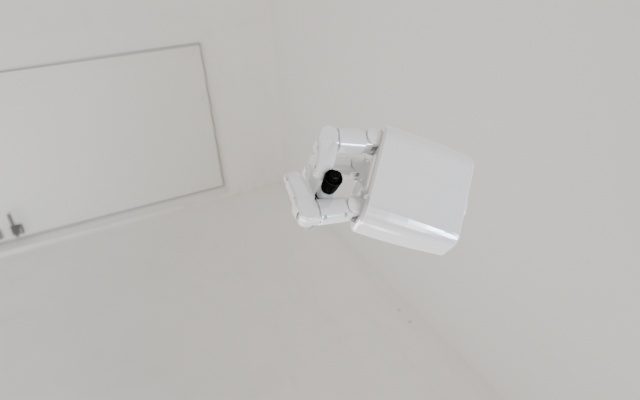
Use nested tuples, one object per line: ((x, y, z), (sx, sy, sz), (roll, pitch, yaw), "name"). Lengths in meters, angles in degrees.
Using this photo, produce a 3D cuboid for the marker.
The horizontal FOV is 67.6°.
((0.000, 0.002, 0.510), (0.020, 0.020, 0.121), (0, -26, -16), "marker")
